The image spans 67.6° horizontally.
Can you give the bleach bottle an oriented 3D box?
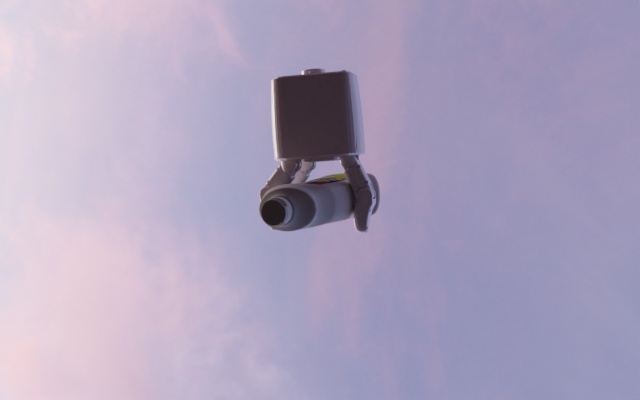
[{"bbox_3d":[0.000,0.002,0.615,0.102,0.068,0.251,-2,4,20],"label":"bleach bottle"}]
